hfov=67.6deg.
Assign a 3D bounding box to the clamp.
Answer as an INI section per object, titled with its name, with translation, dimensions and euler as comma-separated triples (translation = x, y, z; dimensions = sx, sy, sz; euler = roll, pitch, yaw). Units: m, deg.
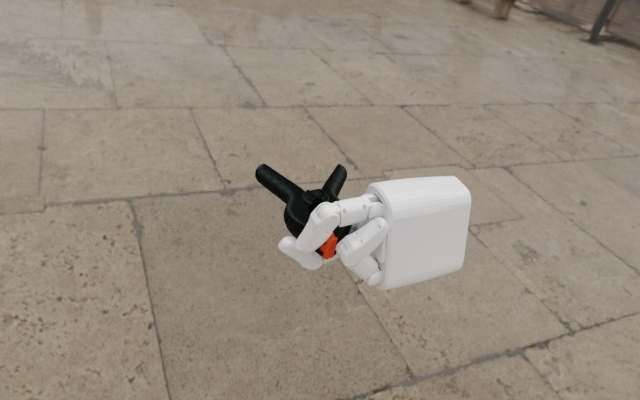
[clamp]
translation = 0.000, 0.001, 0.572
dimensions = 0.120, 0.039, 0.171
euler = -12, 41, -19
